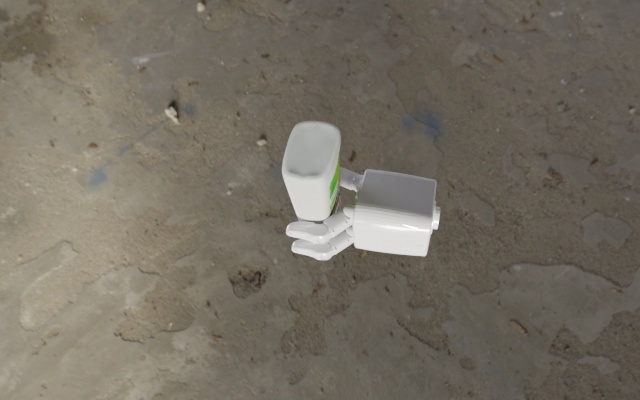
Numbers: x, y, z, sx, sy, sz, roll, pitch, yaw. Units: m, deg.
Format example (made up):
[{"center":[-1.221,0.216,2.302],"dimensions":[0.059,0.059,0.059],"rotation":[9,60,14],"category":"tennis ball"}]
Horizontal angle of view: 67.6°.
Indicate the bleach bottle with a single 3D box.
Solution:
[{"center":[0.000,0.002,0.708],"dimensions":[0.068,0.102,0.251],"rotation":[8,-30,12],"category":"bleach bottle"}]
